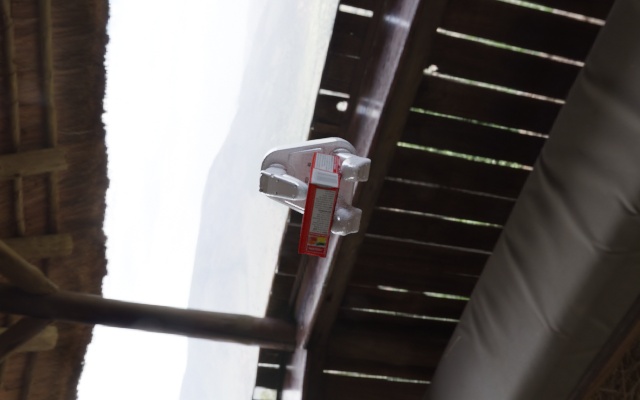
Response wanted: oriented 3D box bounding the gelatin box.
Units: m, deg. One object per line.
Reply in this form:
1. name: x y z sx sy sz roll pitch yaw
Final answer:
1. gelatin box: 0.000 0.002 0.468 0.030 0.073 0.089 10 24 -2
